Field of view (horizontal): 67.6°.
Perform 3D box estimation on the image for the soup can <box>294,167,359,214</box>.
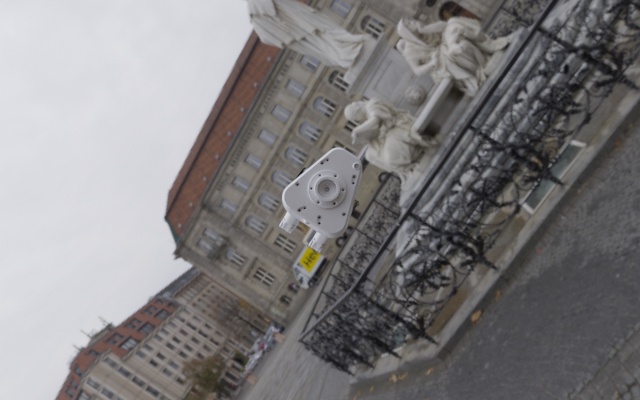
[{"bbox_3d":[0.000,0.002,0.753,0.102,0.068,0.068,33,1,2],"label":"soup can"}]
